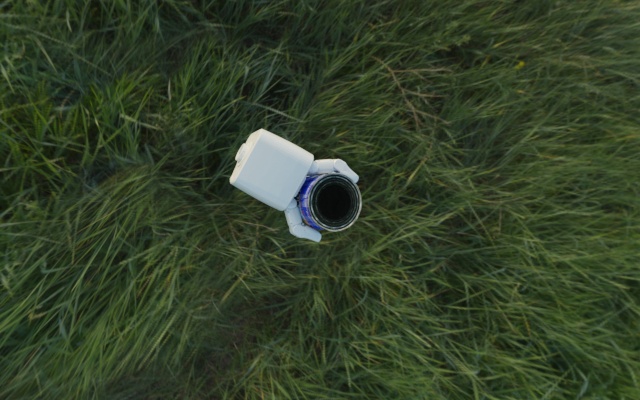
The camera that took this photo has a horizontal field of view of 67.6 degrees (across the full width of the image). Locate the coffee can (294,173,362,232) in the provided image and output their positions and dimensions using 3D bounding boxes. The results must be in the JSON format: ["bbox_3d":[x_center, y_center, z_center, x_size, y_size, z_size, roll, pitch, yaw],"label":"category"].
[{"bbox_3d":[0.000,0.003,0.890,0.103,0.103,0.140,0,0,-22],"label":"coffee can"}]
